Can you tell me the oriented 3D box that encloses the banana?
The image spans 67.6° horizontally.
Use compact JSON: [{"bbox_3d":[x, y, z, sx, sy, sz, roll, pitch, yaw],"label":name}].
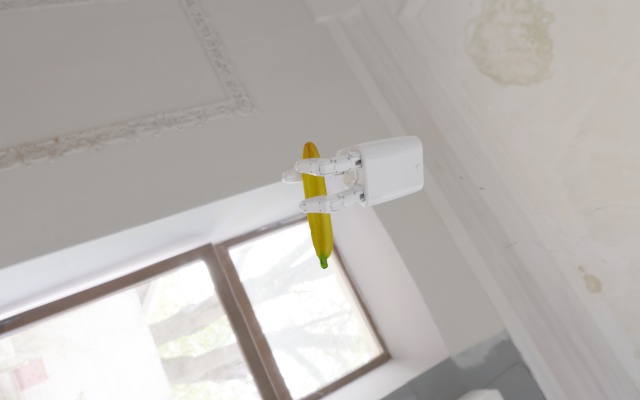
[{"bbox_3d":[-0.003,0.007,0.762,0.037,0.198,0.069,-8,-3,-11],"label":"banana"}]
